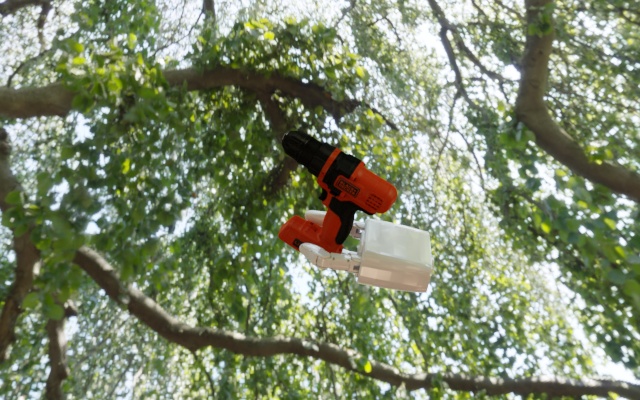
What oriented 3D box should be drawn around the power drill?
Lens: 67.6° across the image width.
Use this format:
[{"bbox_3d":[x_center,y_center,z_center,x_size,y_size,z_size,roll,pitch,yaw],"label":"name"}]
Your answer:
[{"bbox_3d":[0.000,0.003,0.726,0.184,0.188,0.057,33,41,5],"label":"power drill"}]
